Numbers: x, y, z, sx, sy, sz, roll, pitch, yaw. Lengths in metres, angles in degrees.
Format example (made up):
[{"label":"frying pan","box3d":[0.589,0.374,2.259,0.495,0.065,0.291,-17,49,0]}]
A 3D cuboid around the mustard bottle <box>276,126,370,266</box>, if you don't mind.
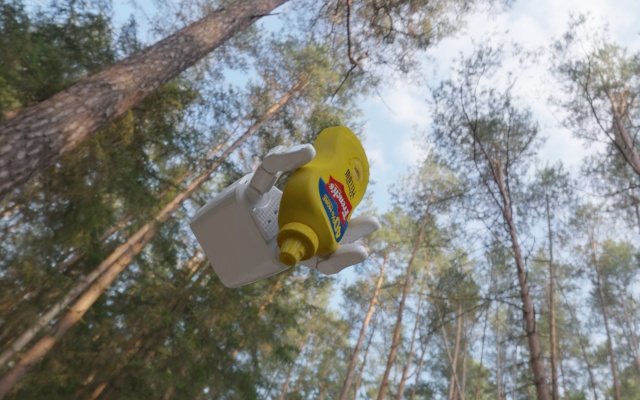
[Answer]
[{"label":"mustard bottle","box3d":[0.000,0.001,0.521,0.058,0.096,0.191,-2,34,26]}]
